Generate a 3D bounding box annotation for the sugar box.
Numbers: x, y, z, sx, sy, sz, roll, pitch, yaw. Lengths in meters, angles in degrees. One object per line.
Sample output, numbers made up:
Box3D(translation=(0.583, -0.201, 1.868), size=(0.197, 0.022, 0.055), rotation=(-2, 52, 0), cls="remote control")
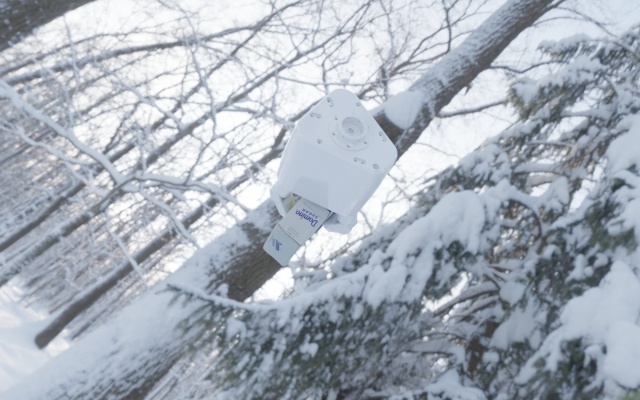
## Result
Box3D(translation=(0.000, 0.002, 0.640), size=(0.176, 0.048, 0.093), rotation=(-45, -4, -29), cls="sugar box")
